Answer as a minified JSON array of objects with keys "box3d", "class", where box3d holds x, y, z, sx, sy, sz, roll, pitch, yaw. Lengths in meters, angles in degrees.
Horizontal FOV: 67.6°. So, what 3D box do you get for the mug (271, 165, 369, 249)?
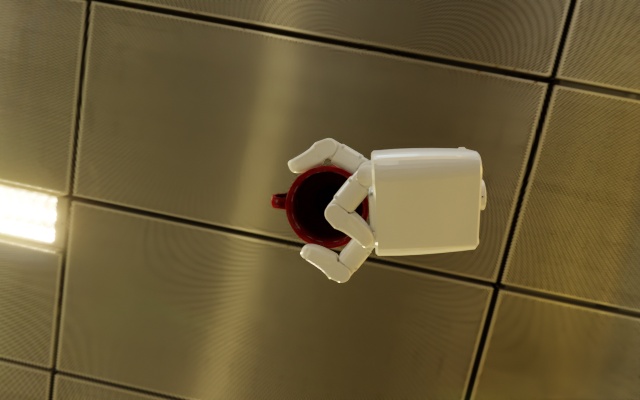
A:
[{"box3d":[-0.001,0.002,0.569,0.117,0.093,0.081,0,9,7],"class":"mug"}]
